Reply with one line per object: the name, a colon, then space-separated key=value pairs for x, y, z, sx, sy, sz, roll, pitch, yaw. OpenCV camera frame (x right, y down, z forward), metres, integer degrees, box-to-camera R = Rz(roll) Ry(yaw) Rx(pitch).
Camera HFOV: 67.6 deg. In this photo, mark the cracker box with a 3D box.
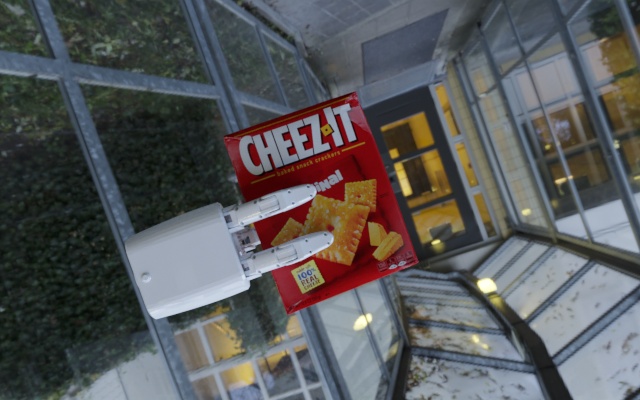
cracker box: x=0.000 y=0.002 z=0.561 sx=0.164 sy=0.213 sz=0.072 roll=-20 pitch=0 yaw=-5
